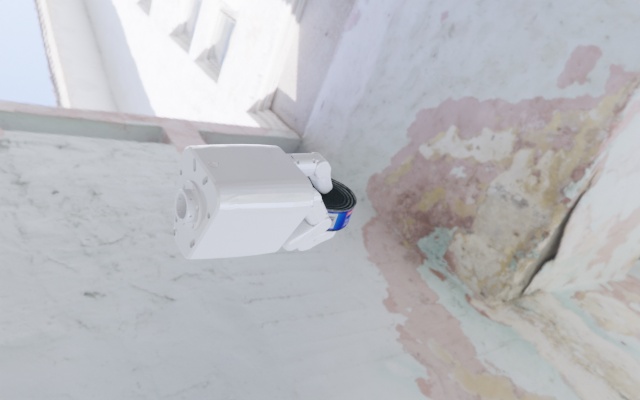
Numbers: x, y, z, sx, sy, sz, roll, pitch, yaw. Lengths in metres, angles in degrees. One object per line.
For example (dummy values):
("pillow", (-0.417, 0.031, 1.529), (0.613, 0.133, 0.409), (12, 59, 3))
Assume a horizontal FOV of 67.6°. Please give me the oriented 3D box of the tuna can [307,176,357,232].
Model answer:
("tuna can", (0.000, 0.002, 0.603), (0.086, 0.034, 0.086), (15, 28, -8))
